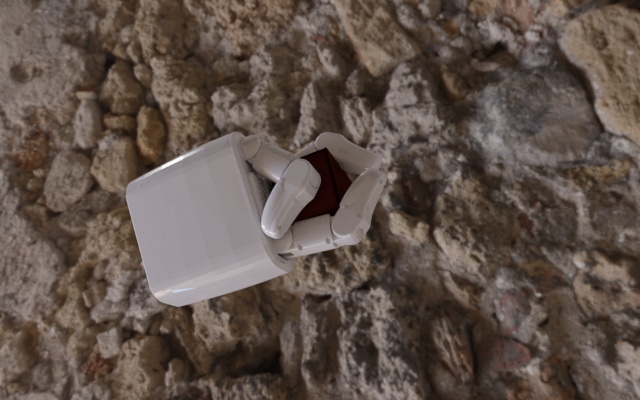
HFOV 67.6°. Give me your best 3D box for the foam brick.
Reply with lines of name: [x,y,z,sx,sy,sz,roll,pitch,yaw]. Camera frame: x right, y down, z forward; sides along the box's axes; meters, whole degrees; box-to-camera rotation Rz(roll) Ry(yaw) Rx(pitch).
foam brick: [0.000,0.001,0.401,0.051,0.053,0.078,-21,-28,13]
